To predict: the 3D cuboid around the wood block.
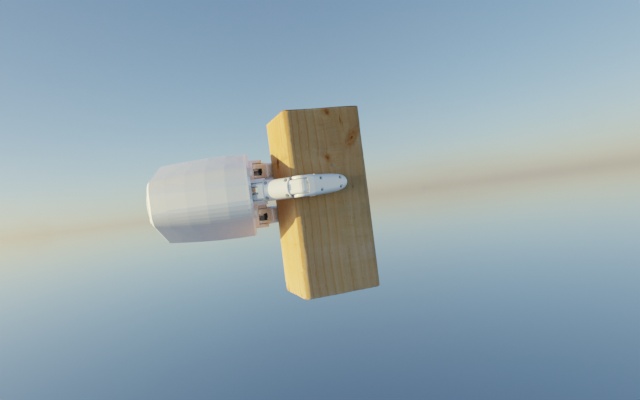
[{"bbox_3d":[0.000,0.002,0.564,0.090,0.206,0.091,-7,0,-19],"label":"wood block"}]
